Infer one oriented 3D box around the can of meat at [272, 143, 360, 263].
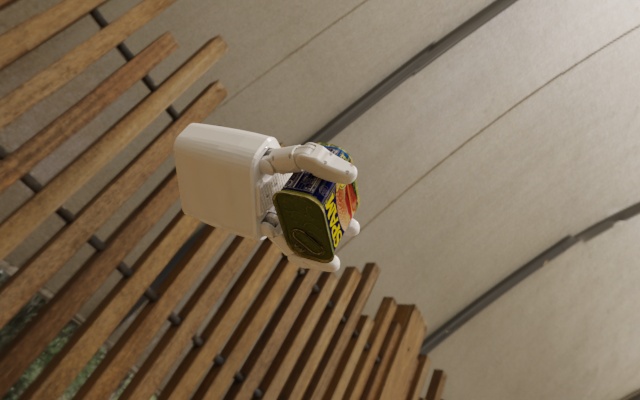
[{"bbox_3d":[0.000,0.001,0.510,0.057,0.102,0.084,12,49,24],"label":"can of meat"}]
